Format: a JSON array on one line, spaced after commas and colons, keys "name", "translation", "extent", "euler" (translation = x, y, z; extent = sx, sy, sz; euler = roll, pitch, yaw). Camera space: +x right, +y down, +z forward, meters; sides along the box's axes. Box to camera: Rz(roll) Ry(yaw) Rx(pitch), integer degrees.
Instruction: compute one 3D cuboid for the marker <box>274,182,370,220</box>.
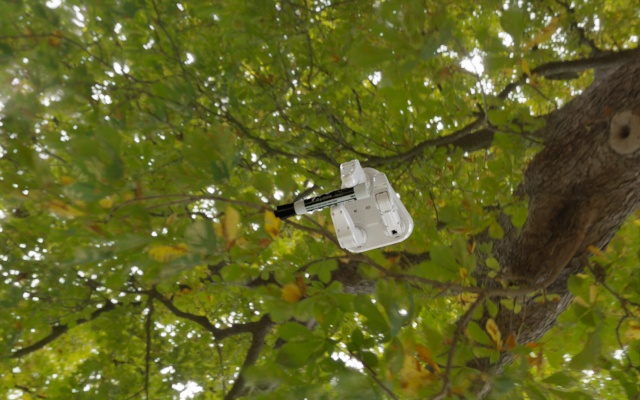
[{"name": "marker", "translation": [0.000, 0.002, 0.586], "extent": [0.121, 0.020, 0.020], "euler": [-15, -4, 13]}]
